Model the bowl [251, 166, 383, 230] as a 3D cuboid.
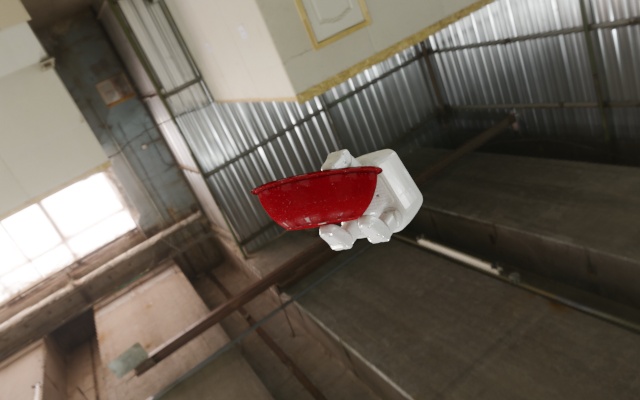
[{"bbox_3d":[-0.001,0.002,0.579,0.162,0.055,0.162,-9,-5,-1],"label":"bowl"}]
